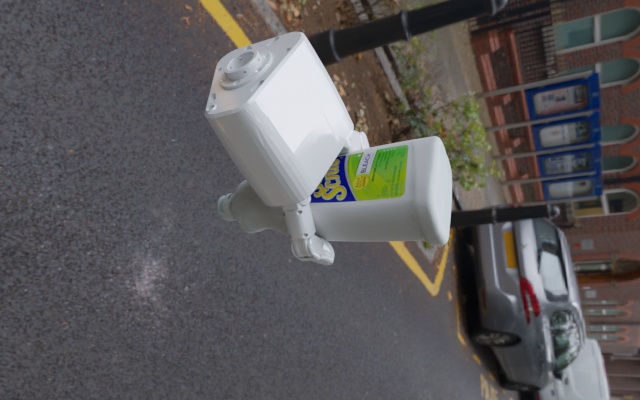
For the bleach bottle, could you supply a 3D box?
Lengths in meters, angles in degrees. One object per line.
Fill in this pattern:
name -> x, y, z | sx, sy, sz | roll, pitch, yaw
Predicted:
bleach bottle -> 0.000, 0.002, 0.485 | 0.251, 0.102, 0.068 | -7, -43, 27
